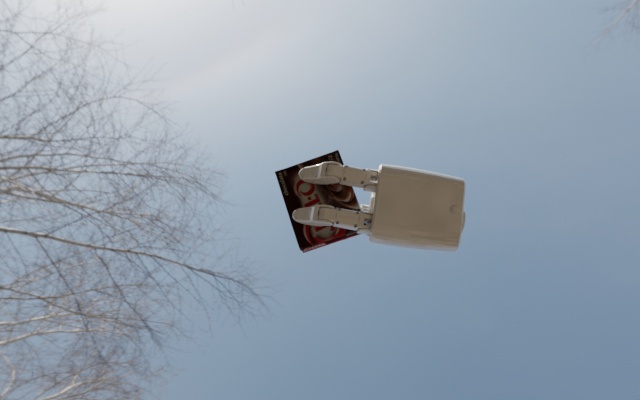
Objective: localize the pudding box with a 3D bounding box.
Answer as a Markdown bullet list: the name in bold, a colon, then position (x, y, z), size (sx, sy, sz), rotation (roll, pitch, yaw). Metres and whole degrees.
- **pudding box**: position (0.000, 0.002, 0.627), size (0.090, 0.113, 0.039), rotation (-19, -16, -1)
